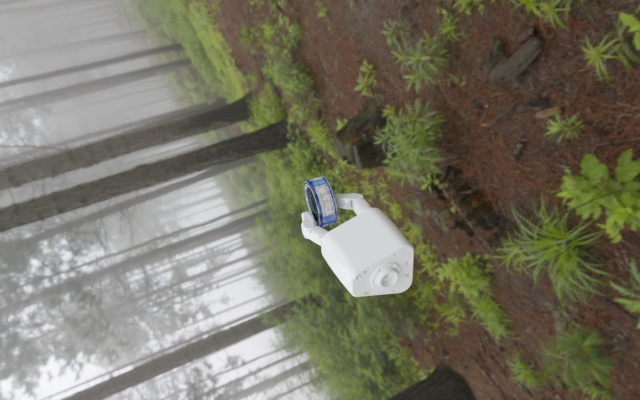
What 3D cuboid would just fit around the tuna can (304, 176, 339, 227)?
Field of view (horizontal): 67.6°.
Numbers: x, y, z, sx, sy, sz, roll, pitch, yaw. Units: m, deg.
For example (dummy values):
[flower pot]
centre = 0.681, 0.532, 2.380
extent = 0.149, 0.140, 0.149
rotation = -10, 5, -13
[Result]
[tuna can]
centre = 0.000, 0.003, 0.821
extent = 0.034, 0.086, 0.086
rotation = -16, 3, -13
